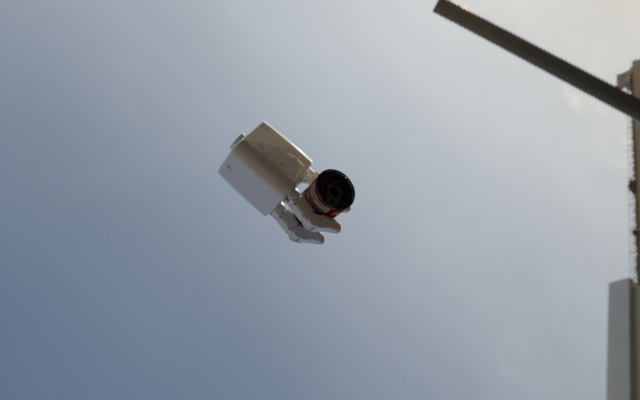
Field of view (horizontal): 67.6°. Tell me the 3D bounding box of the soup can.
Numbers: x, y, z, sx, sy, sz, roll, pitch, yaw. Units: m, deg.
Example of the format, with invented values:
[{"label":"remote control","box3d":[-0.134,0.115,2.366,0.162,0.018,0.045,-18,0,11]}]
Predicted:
[{"label":"soup can","box3d":[0.000,0.003,0.761,0.068,0.068,0.102,0,-23,-31]}]
